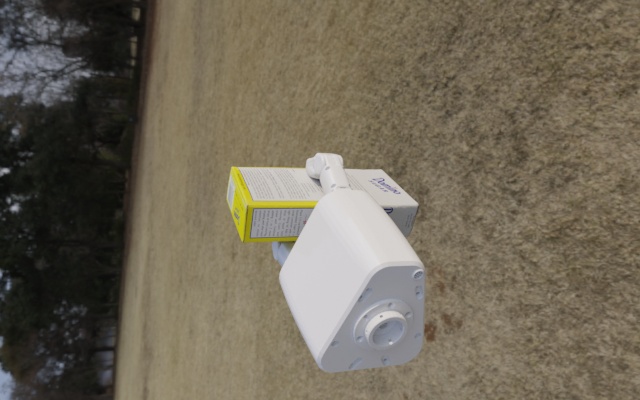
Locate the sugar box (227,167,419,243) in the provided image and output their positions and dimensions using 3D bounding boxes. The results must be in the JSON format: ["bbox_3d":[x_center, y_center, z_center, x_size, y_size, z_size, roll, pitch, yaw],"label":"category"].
[{"bbox_3d":[0.000,0.002,0.488,0.176,0.048,0.093,3,26,-22],"label":"sugar box"}]
